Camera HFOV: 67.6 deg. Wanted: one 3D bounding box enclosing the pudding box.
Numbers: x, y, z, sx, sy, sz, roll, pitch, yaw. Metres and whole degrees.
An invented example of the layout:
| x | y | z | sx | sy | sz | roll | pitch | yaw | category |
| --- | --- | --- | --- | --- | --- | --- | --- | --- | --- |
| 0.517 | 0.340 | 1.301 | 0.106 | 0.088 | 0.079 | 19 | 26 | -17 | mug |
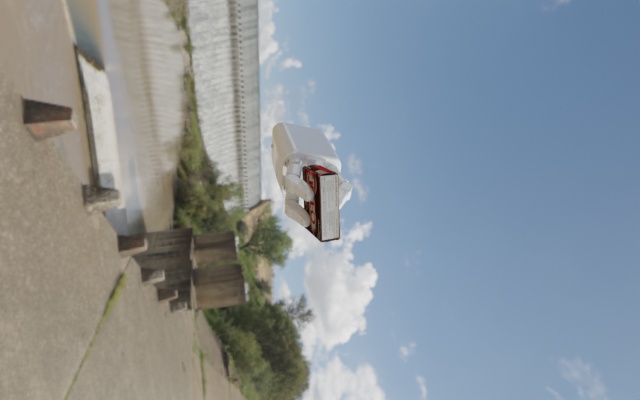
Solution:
| x | y | z | sx | sy | sz | roll | pitch | yaw | category |
| --- | --- | --- | --- | --- | --- | --- | --- | --- | --- |
| 0.000 | 0.003 | 0.789 | 0.039 | 0.113 | 0.090 | -8 | 15 | -16 | pudding box |
